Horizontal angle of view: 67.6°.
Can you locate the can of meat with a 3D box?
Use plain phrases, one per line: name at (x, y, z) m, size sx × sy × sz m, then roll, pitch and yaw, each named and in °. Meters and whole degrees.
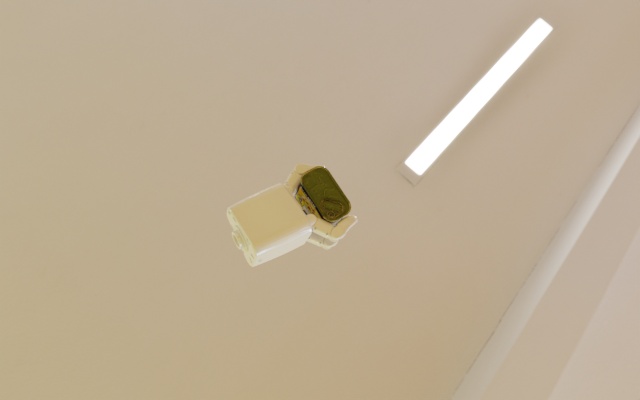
can of meat at (0.000, 0.003, 0.856) m, size 0.057 × 0.102 × 0.084 m, roll -29°, pitch -13°, yaw -23°
